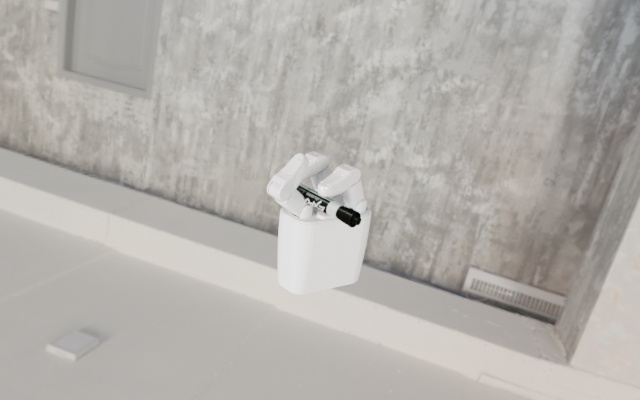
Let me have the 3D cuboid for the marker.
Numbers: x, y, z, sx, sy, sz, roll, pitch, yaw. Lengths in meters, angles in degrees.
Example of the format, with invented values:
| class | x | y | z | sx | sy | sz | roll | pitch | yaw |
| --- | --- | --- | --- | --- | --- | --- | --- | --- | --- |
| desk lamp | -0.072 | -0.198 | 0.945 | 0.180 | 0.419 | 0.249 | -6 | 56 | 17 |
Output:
| class | x | y | z | sx | sy | sz | roll | pitch | yaw |
| --- | --- | --- | --- | --- | --- | --- | --- | --- | --- |
| marker | 0.000 | 0.002 | 0.555 | 0.121 | 0.020 | 0.020 | 27 | 18 | 39 |
